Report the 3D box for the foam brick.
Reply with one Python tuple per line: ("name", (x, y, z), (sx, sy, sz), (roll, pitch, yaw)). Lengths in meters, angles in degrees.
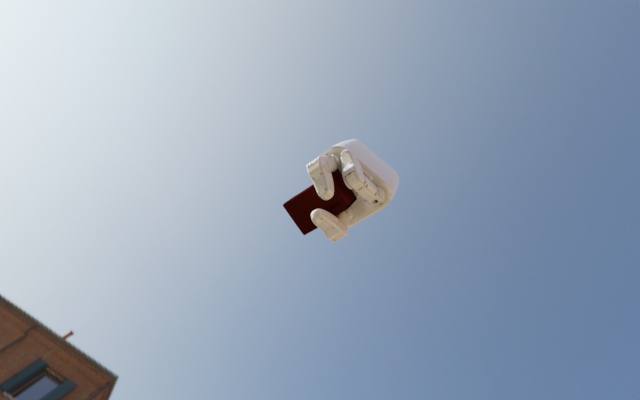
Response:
("foam brick", (0.000, 0.002, 0.650), (0.078, 0.053, 0.051), (-32, 4, 22))
